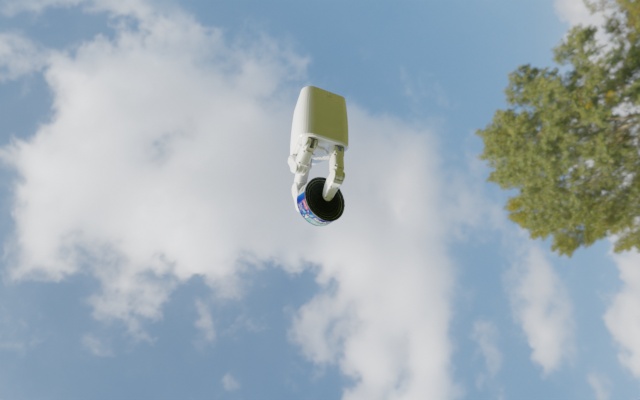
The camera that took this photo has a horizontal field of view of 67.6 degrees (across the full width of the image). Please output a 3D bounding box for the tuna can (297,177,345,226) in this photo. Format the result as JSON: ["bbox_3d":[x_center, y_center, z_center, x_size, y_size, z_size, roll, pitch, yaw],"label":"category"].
[{"bbox_3d":[0.000,0.003,0.867,0.086,0.086,0.034,0,-21,-36],"label":"tuna can"}]
